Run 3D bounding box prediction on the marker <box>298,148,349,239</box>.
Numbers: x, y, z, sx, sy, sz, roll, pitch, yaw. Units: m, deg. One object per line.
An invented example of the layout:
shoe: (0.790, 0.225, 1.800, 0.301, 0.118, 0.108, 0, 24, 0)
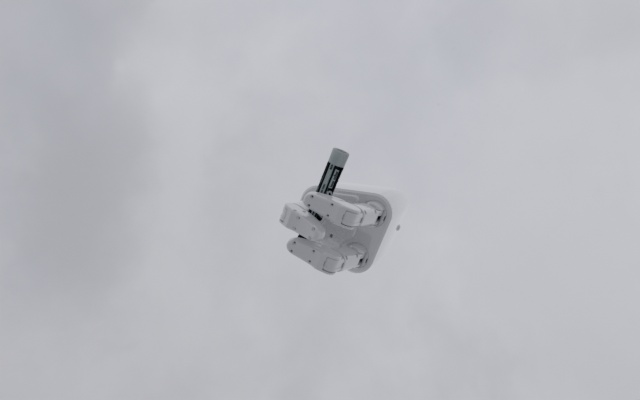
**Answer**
marker: (0.000, 0.002, 0.517, 0.020, 0.121, 0.020, 21, 16, -6)
